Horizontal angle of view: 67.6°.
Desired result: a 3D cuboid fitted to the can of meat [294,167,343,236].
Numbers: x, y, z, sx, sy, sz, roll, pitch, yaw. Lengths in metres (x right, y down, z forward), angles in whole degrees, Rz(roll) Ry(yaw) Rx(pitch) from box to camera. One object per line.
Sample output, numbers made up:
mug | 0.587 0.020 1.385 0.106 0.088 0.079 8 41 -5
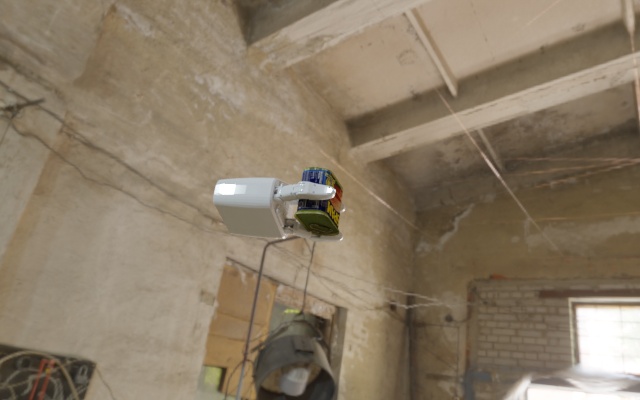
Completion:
can of meat | 0.000 0.002 0.799 0.057 0.084 0.102 -1 -24 19
